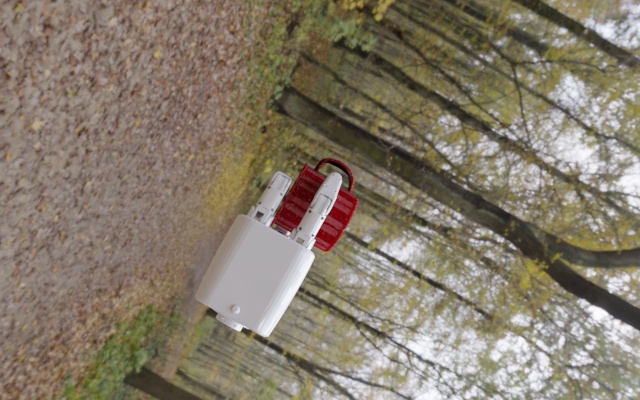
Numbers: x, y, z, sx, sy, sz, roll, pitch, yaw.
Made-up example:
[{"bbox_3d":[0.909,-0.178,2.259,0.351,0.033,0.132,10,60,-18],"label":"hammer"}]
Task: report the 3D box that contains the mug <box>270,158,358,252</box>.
[{"bbox_3d":[0.001,0.001,0.609,0.081,0.117,0.093,30,-12,-3],"label":"mug"}]
